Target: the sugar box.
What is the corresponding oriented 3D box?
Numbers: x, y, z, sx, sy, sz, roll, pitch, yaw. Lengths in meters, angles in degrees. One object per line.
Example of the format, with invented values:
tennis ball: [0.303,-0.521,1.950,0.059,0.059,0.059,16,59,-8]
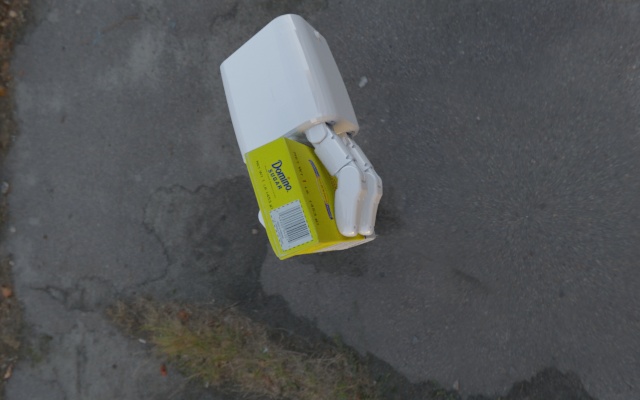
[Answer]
sugar box: [0.000,0.001,0.456,0.048,0.093,0.176,-21,-9,21]
